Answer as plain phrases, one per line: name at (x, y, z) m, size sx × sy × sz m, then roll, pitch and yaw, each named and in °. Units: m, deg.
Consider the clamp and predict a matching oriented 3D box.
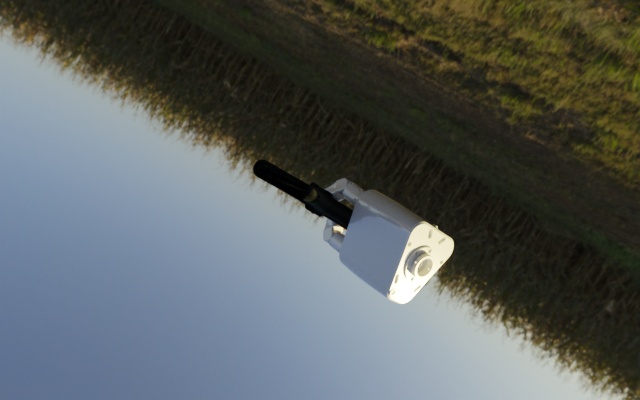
clamp at (0.000, 0.003, 0.633) m, size 0.171 × 0.039 × 0.120 m, roll 29°, pitch 4°, yaw -38°
